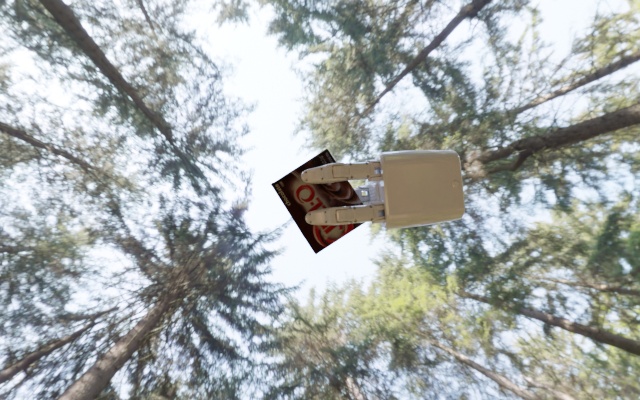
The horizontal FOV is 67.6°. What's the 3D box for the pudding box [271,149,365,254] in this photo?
[{"bbox_3d":[0.000,0.002,0.642,0.090,0.113,0.039,-33,0,-6],"label":"pudding box"}]
